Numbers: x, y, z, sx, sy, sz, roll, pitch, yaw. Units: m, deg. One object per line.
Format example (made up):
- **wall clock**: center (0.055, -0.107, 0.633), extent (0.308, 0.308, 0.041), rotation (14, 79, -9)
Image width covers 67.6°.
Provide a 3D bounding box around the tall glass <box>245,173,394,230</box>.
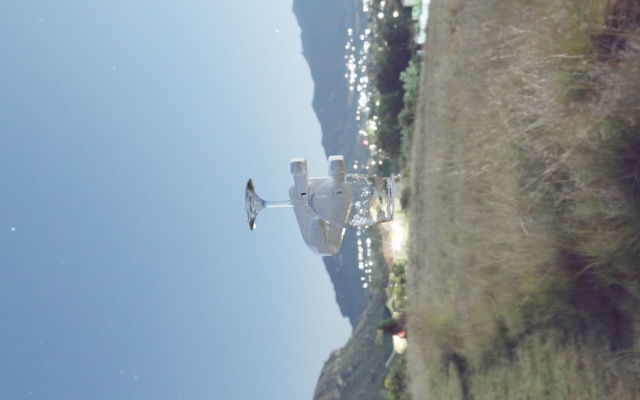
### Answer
- **tall glass**: center (-0.001, 0.002, 0.674), extent (0.201, 0.079, 0.079), rotation (-2, 0, 3)
